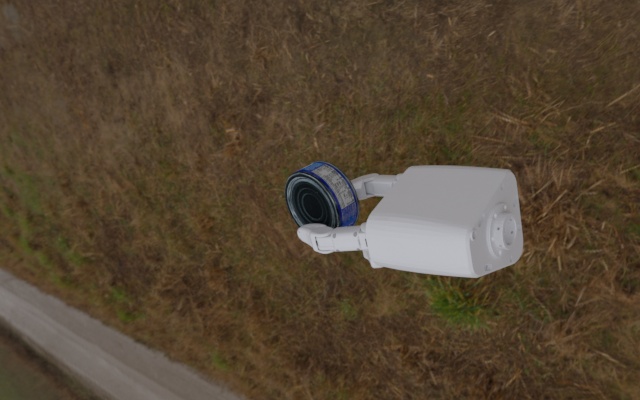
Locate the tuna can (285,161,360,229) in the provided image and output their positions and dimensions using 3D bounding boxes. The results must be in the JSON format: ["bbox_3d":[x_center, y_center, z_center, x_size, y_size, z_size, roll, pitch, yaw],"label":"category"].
[{"bbox_3d":[0.000,0.002,0.527,0.033,0.086,0.086,-30,19,-37],"label":"tuna can"}]
